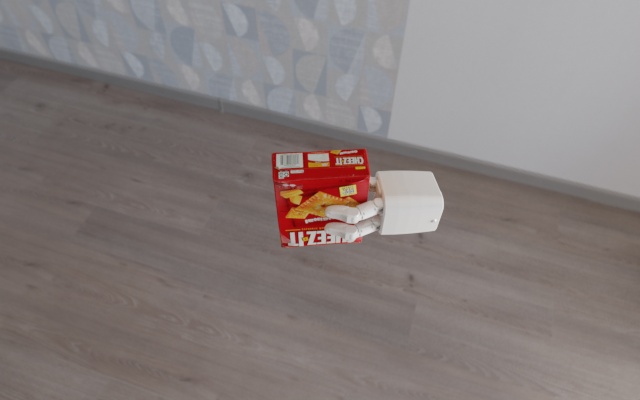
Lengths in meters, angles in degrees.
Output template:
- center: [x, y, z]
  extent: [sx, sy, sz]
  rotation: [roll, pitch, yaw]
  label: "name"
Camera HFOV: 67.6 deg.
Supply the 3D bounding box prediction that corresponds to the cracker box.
- center: [0.000, 0.003, 0.877]
  extent: [0.164, 0.072, 0.214]
  rotation: [-3, -37, -2]
  label: "cracker box"
